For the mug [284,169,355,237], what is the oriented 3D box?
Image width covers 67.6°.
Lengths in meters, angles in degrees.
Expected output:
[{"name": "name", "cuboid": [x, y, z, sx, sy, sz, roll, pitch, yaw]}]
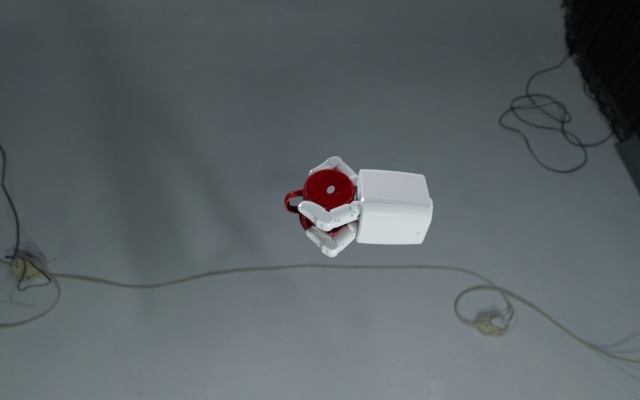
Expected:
[{"name": "mug", "cuboid": [-0.001, 0.002, 0.771, 0.117, 0.093, 0.082, 4, -35, 0]}]
